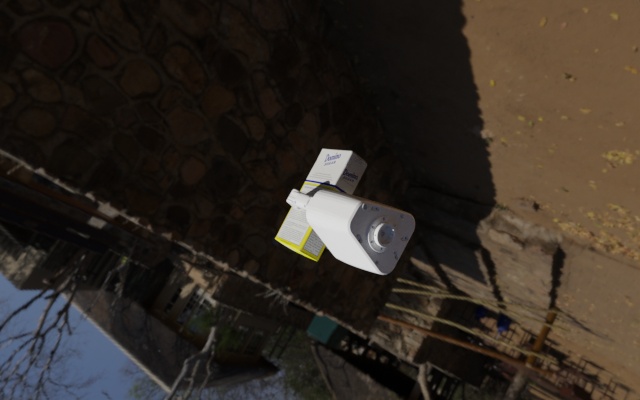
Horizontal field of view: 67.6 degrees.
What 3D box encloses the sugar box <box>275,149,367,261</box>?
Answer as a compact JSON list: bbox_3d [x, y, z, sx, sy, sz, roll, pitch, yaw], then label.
[{"bbox_3d":[0.001,0.003,0.771,0.048,0.176,0.093,36,-11,-31],"label":"sugar box"}]
